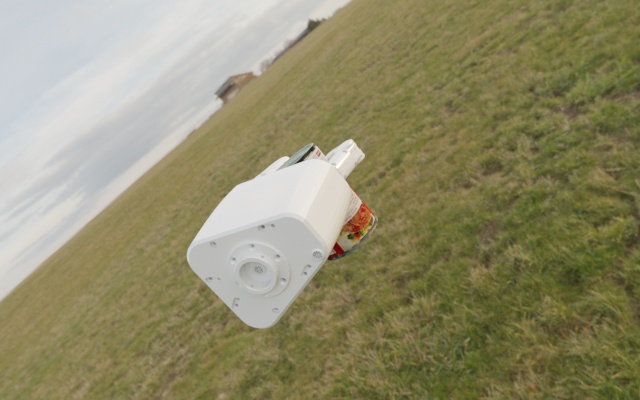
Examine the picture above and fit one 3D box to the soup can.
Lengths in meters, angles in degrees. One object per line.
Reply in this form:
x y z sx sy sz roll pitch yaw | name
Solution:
0.000 0.001 0.484 0.068 0.102 0.068 -39 12 10 | soup can
